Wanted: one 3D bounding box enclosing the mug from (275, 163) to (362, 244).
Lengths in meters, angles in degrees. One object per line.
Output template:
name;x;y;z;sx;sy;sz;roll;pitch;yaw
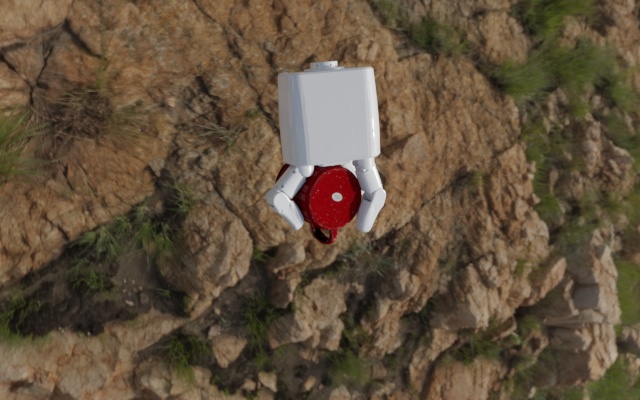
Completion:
mug;0.000;0.003;0.621;0.093;0.117;0.081;-14;18;-28
